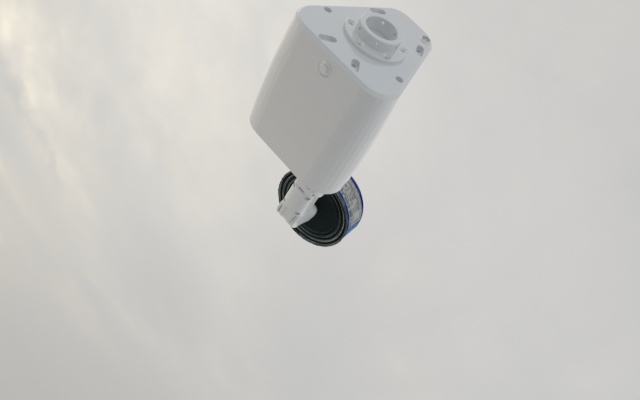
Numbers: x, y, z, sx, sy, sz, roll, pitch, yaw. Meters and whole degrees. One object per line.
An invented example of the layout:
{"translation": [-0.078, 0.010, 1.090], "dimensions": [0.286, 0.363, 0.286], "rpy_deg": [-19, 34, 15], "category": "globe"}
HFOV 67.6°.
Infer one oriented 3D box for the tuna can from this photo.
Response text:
{"translation": [0.000, 0.001, 0.480], "dimensions": [0.086, 0.086, 0.033], "rpy_deg": [0, 26, 42], "category": "tuna can"}
